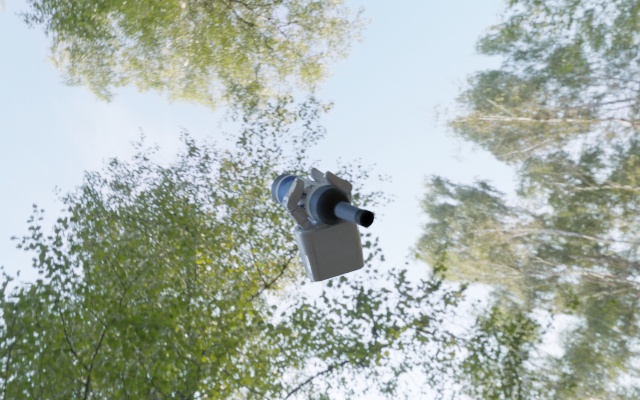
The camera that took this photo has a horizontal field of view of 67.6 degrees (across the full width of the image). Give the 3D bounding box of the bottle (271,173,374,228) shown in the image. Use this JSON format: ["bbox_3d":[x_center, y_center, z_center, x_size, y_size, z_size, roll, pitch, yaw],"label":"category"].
[{"bbox_3d":[0.000,0.003,0.854,0.069,0.069,0.295,0,10,-30],"label":"bottle"}]
